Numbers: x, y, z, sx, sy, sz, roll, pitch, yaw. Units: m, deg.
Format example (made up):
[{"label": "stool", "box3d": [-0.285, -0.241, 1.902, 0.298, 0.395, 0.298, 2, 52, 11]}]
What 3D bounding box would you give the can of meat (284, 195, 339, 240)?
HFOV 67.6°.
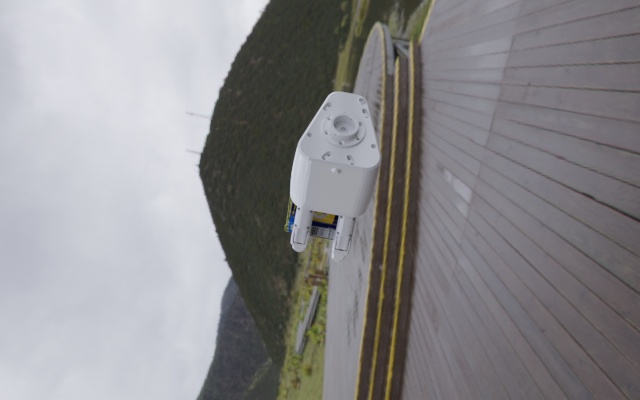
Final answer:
[{"label": "can of meat", "box3d": [0.000, 0.002, 0.663, 0.084, 0.102, 0.057, 10, -26, -1]}]
